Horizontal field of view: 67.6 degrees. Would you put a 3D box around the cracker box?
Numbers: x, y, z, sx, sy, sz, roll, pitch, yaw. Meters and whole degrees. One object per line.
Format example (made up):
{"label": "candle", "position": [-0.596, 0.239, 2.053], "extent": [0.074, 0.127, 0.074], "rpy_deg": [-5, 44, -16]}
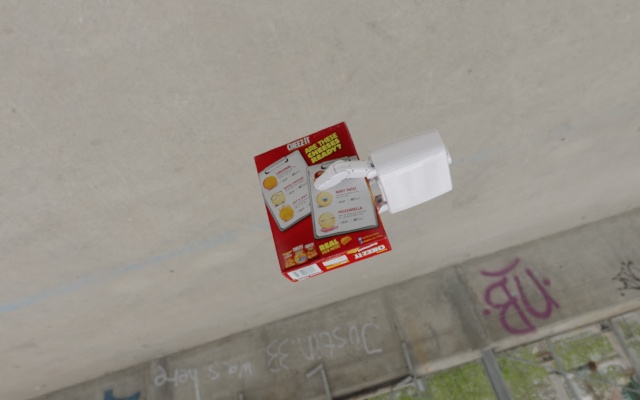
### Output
{"label": "cracker box", "position": [0.000, 0.003, 0.755], "extent": [0.164, 0.213, 0.072], "rpy_deg": [-20, -28, 7]}
